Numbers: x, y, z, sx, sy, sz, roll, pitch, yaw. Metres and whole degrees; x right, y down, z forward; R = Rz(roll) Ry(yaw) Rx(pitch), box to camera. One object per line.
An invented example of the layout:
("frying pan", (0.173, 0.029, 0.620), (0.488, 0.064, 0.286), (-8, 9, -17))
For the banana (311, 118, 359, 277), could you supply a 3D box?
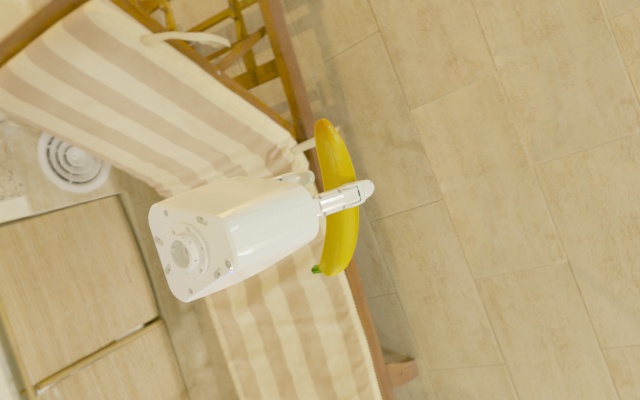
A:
("banana", (0.014, 0.010, 0.540), (0.069, 0.198, 0.037), (19, 26, 36))
